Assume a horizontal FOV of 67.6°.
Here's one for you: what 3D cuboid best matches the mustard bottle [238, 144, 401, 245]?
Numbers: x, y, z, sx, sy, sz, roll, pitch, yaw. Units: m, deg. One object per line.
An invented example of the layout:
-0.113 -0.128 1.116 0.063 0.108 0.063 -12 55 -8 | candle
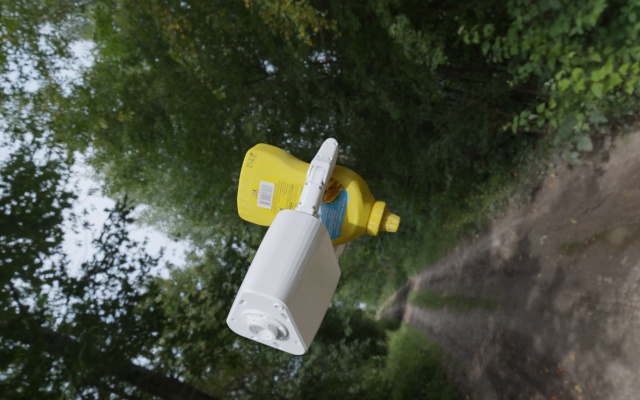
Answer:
0.000 0.002 0.567 0.191 0.096 0.058 17 24 10 | mustard bottle
